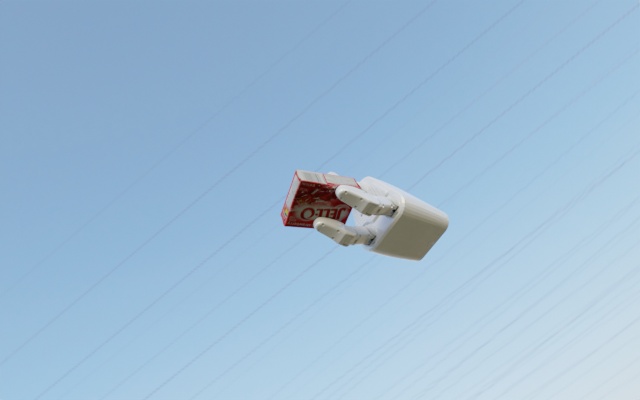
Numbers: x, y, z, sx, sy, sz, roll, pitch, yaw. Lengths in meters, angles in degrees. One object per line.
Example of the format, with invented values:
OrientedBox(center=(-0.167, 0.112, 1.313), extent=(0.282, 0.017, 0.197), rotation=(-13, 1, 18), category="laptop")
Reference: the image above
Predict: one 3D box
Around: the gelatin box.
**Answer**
OrientedBox(center=(0.000, 0.002, 0.630), extent=(0.089, 0.073, 0.030), rotation=(7, 33, -25), category="gelatin box")
